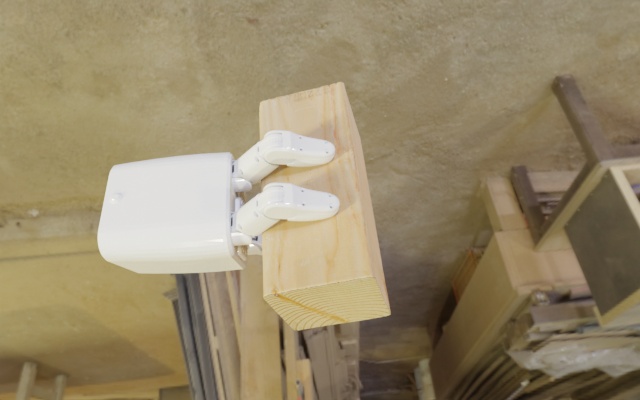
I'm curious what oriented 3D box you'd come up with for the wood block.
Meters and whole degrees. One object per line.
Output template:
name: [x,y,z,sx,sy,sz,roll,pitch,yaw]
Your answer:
wood block: [0.000,0.002,0.445,0.090,0.206,0.091,-12,-34,9]
